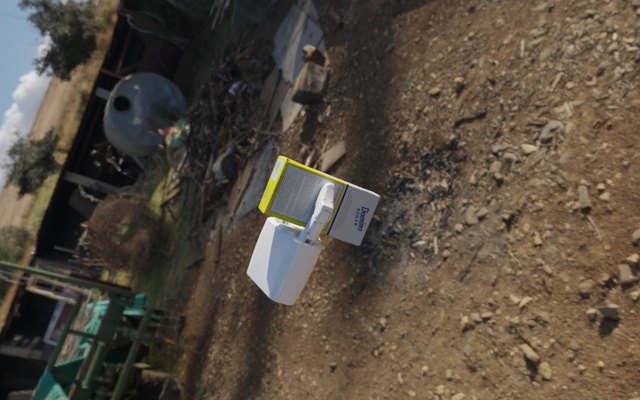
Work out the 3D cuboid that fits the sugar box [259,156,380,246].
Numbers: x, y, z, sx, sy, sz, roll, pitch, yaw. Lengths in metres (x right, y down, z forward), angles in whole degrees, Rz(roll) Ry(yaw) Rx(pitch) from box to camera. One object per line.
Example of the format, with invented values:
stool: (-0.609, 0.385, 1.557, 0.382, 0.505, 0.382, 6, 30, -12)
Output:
sugar box: (0.000, 0.003, 0.772, 0.176, 0.093, 0.048, 21, 5, -24)
